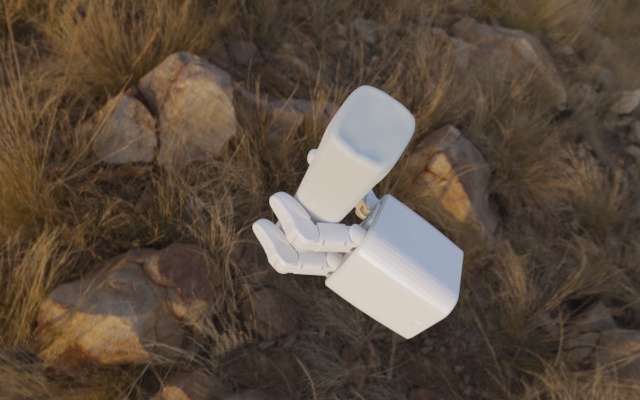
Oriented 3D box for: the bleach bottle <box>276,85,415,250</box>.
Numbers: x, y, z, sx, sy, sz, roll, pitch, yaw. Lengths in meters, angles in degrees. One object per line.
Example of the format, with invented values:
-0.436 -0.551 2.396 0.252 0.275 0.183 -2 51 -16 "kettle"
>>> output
0.000 0.002 0.505 0.068 0.102 0.251 35 -40 0 "bleach bottle"
